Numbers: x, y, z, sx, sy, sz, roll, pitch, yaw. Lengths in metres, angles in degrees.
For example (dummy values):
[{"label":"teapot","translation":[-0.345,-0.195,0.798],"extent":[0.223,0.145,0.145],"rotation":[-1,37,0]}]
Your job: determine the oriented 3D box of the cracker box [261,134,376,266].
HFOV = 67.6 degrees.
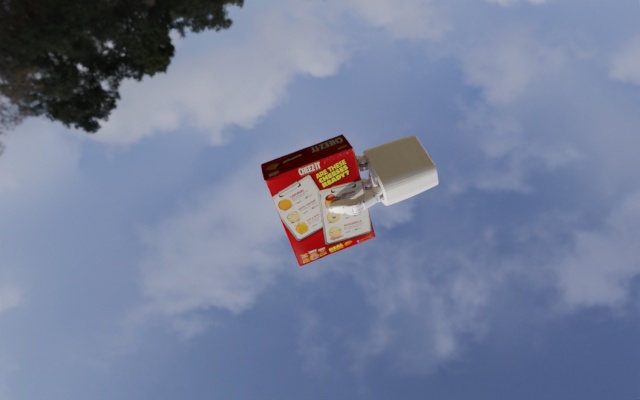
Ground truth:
[{"label":"cracker box","translation":[0.000,0.003,0.899],"extent":[0.164,0.214,0.072],"rotation":[-21,35,-4]}]
